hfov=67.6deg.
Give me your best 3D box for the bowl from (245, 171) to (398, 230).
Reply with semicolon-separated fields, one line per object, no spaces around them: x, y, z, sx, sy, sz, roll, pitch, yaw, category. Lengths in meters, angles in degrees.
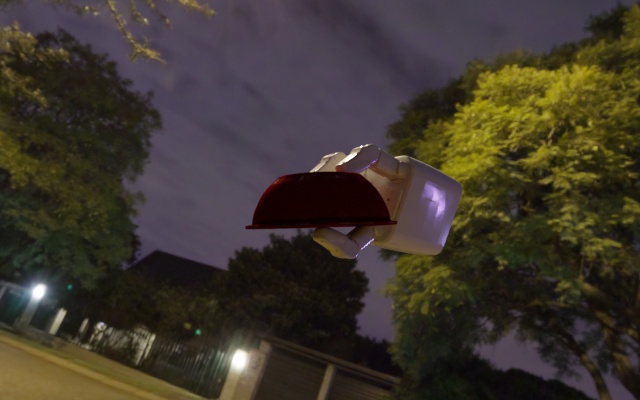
-0.001;0.001;0.510;0.162;0.055;0.162;-2;-4;0;bowl
